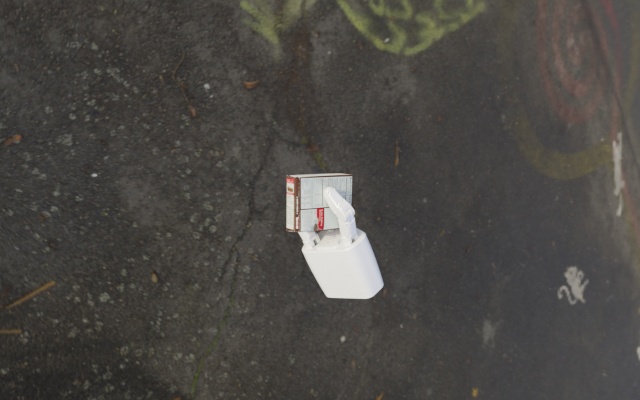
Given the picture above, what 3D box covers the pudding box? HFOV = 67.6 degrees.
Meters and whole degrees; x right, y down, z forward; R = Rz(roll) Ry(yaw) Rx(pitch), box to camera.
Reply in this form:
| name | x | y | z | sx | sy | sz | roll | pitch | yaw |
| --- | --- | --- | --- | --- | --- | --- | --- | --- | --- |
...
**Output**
| name | x | y | z | sx | sy | sz | roll | pitch | yaw |
| --- | --- | --- | --- | --- | --- | --- | --- | --- | --- |
| pudding box | 0.000 | 0.003 | 0.770 | 0.113 | 0.090 | 0.039 | -4 | 7 | -39 |
